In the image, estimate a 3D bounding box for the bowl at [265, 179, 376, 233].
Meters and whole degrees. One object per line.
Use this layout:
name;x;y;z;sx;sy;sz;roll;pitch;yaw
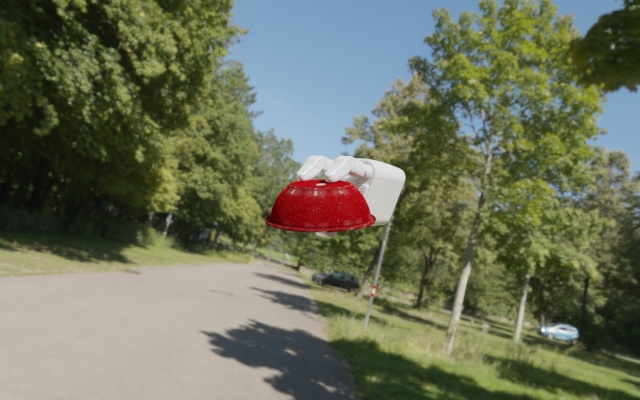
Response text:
bowl;0.000;0.002;0.690;0.162;0.055;0.162;-1;10;0
